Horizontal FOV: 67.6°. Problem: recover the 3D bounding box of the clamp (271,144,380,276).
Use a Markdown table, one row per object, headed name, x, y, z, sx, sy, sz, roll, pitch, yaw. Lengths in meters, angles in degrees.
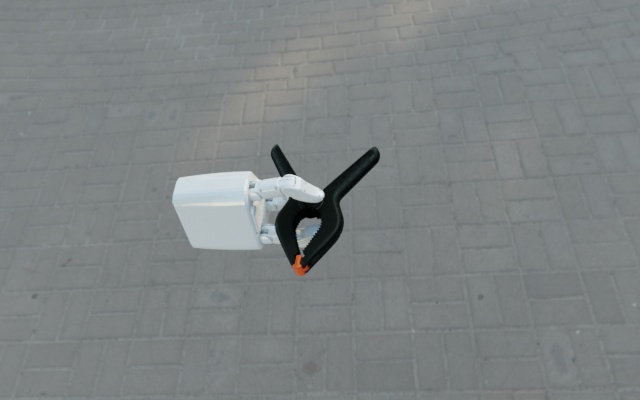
| name | x | y | z | sx | sy | sz | roll | pitch | yaw |
| --- | --- | --- | --- | --- | --- | --- | --- | --- | --- |
| clamp | 0.000 | 0.002 | 0.660 | 0.164 | 0.209 | 0.036 | -3 | -33 | 12 |
